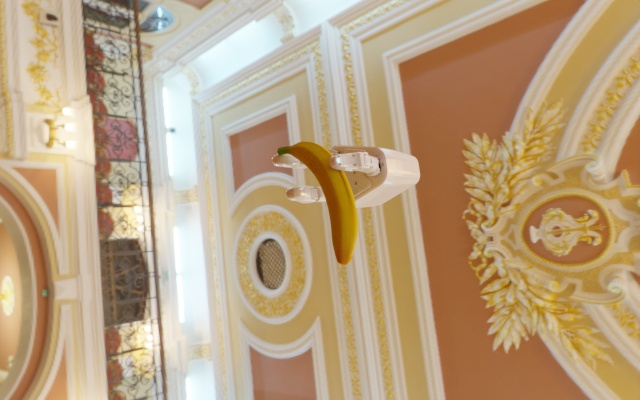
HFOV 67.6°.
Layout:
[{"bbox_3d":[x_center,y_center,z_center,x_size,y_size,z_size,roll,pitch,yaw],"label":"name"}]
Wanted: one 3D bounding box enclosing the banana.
[{"bbox_3d":[0.010,-0.011,0.652,0.070,0.197,0.037,-42,-25,31],"label":"banana"}]
